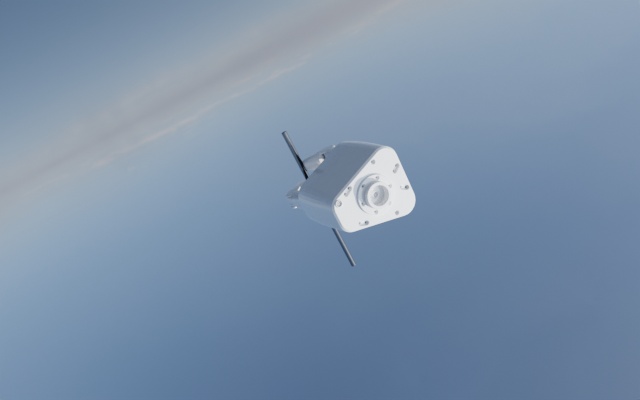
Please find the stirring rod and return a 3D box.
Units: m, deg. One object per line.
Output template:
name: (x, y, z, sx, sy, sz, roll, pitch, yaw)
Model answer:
stirring rod: (0.000, 0.002, 0.728, 0.011, 0.239, 0.011, -25, 19, 9)
